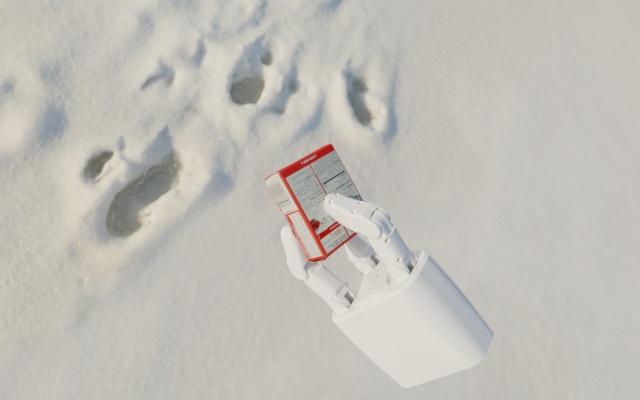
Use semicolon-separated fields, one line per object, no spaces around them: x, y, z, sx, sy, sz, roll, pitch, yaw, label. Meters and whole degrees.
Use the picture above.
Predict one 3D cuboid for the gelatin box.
0.000;0.001;0.444;0.073;0.089;0.030;-33;7;-39;gelatin box
